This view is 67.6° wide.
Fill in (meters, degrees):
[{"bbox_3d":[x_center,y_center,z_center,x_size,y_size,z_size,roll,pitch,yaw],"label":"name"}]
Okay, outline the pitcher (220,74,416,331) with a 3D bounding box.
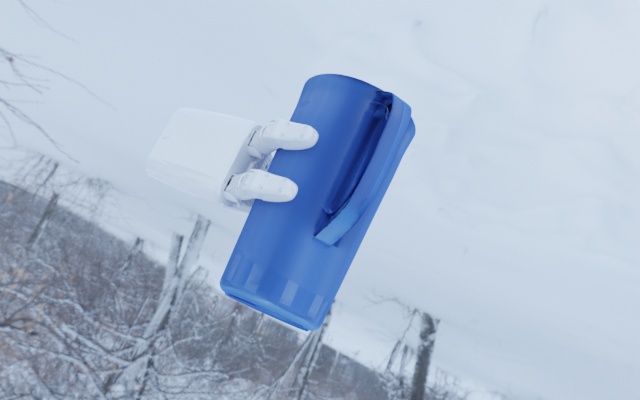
[{"bbox_3d":[0.000,0.002,0.484,0.145,0.242,0.149,18,-17,22],"label":"pitcher"}]
